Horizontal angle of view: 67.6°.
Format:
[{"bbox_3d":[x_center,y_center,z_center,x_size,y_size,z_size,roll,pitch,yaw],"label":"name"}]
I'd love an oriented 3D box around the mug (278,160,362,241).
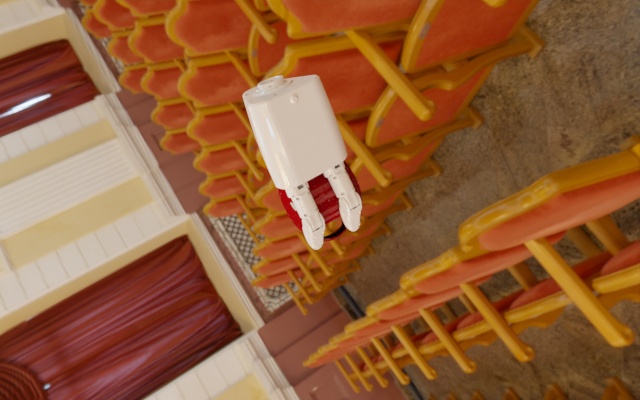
[{"bbox_3d":[0.000,0.003,0.647,0.081,0.117,0.093,-29,25,-20],"label":"mug"}]
